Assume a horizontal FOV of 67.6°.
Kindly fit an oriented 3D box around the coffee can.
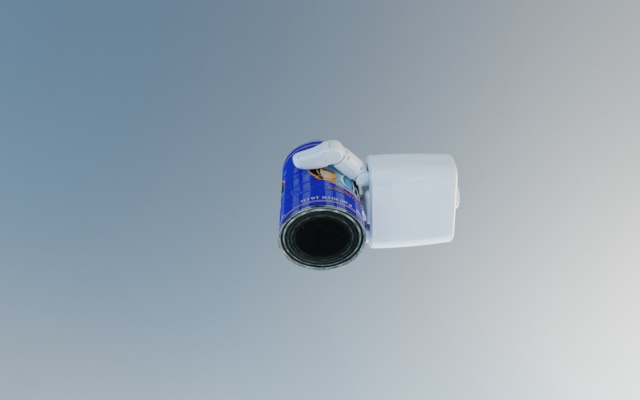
[{"bbox_3d":[0.000,0.002,0.603,0.103,0.103,0.140,0,39,-2],"label":"coffee can"}]
